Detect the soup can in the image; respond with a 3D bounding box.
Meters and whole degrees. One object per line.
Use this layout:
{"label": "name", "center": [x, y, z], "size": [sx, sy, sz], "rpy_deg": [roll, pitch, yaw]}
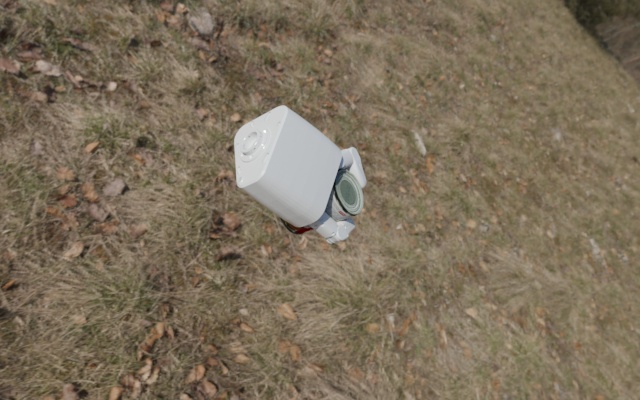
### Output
{"label": "soup can", "center": [0.001, 0.002, 0.664], "size": [0.102, 0.068, 0.068], "rpy_deg": [-20, -12, 34]}
